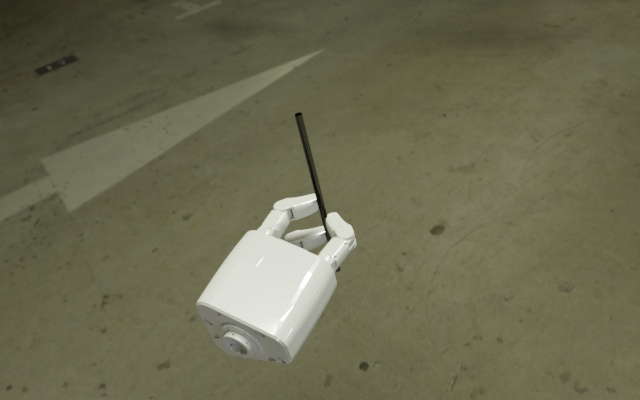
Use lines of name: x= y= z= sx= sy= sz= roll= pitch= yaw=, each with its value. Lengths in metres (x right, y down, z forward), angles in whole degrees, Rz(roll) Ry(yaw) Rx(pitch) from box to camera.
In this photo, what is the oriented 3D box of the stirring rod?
stirring rod: x=0.000 y=0.002 z=0.574 sx=0.011 sy=0.240 sz=0.011 roll=-9 pitch=38 yaw=7
